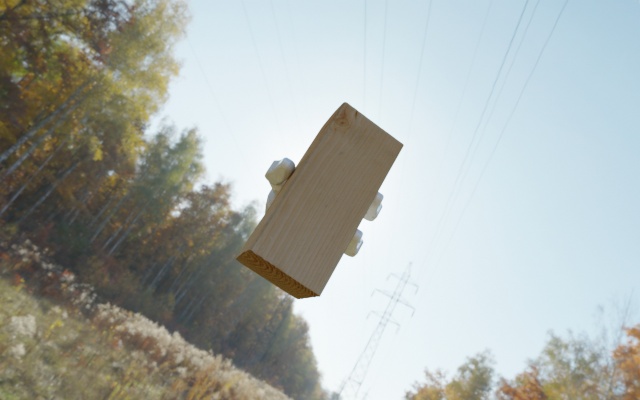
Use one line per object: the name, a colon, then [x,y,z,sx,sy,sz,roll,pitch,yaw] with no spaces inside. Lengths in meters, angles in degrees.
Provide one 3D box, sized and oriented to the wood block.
wood block: [0.000,0.002,0.558,0.091,0.206,0.090,34,-21,-9]
